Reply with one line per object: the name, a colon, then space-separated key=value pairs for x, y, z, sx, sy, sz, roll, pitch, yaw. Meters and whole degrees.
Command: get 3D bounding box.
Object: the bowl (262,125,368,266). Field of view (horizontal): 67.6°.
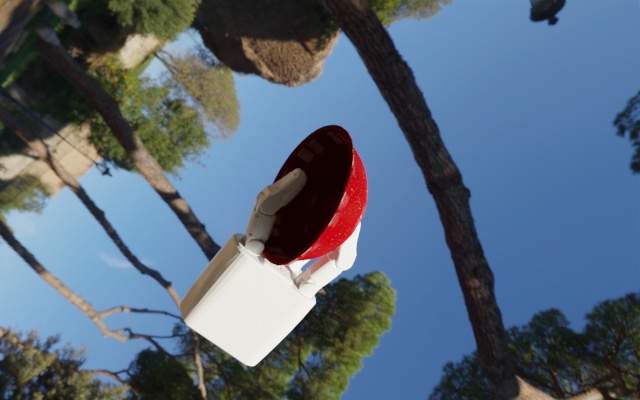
bowl: x=0.001 y=0.001 z=0.516 sx=0.055 sy=0.162 sz=0.162 roll=27 pitch=-14 yaw=-29
